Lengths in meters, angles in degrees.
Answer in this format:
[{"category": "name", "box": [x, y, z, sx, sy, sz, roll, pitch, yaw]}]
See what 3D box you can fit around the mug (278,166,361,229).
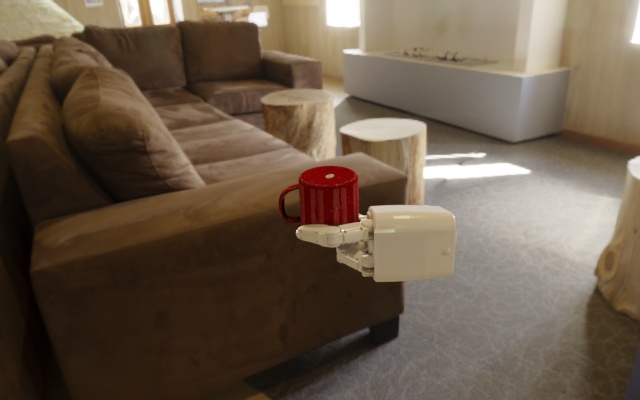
[{"category": "mug", "box": [-0.001, 0.002, 0.662, 0.117, 0.081, 0.093, -2, 24, 1]}]
